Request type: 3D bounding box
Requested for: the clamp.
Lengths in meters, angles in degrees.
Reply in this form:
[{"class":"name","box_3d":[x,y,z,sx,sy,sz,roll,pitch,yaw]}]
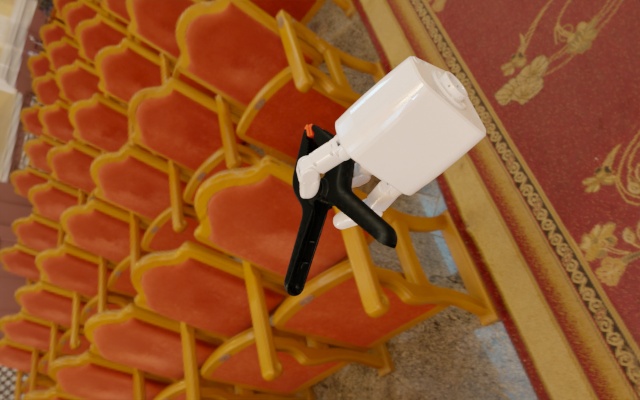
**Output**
[{"class":"clamp","box_3d":[0.000,0.001,0.572,0.036,0.209,0.165,20,-47,-41]}]
